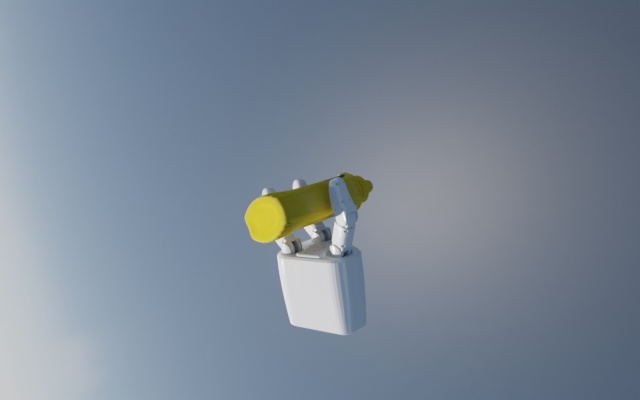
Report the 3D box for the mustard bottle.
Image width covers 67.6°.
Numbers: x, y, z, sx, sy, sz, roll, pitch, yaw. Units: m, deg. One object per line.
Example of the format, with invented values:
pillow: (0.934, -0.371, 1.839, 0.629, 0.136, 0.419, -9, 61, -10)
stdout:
mustard bottle: (0.000, 0.002, 0.645, 0.191, 0.058, 0.096, -17, -8, -38)
